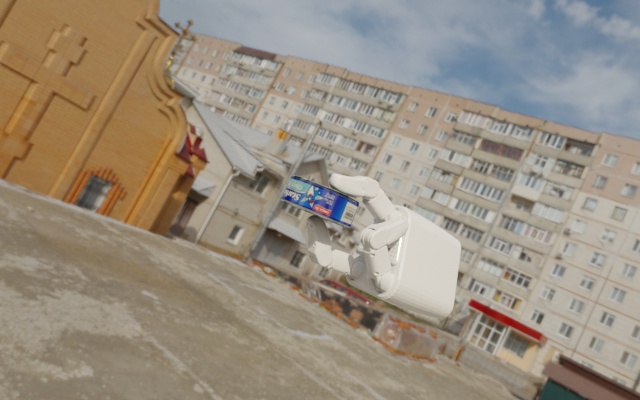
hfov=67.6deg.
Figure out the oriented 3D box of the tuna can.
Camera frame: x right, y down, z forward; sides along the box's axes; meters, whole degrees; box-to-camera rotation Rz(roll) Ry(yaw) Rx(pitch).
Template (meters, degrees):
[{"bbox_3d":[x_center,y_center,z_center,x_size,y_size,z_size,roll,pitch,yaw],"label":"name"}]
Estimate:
[{"bbox_3d":[0.000,0.001,0.544,0.086,0.034,0.086,22,-2,1],"label":"tuna can"}]
